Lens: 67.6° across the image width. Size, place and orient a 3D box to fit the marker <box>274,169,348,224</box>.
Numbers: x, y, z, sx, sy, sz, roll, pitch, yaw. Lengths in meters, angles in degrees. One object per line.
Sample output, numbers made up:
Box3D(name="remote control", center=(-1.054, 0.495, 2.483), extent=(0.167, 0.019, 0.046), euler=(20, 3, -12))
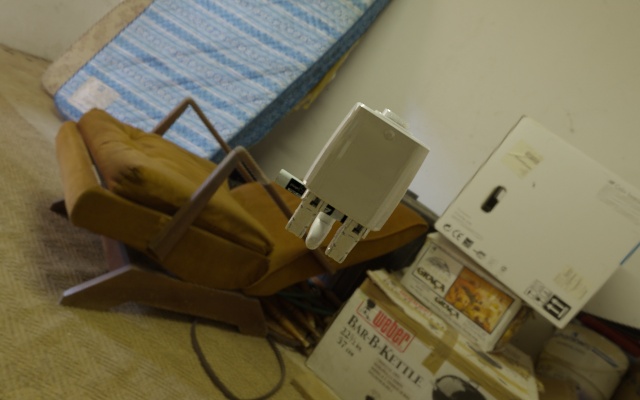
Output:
Box3D(name="marker", center=(0.000, 0.002, 0.578), extent=(0.121, 0.020, 0.020), euler=(32, -2, -3))
